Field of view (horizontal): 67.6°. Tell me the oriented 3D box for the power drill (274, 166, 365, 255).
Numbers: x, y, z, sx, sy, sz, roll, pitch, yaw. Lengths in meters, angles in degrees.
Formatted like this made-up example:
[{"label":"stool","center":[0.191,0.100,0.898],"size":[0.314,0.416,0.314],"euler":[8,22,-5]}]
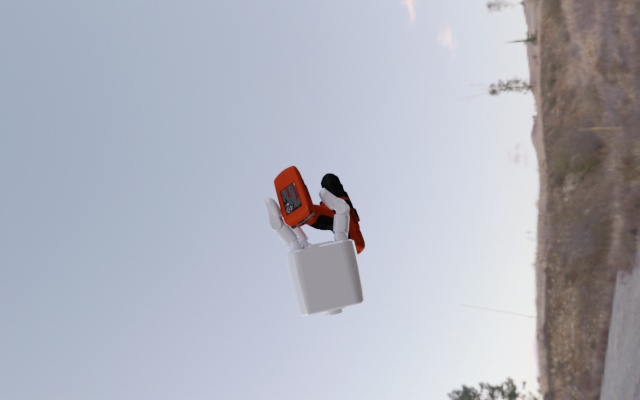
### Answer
[{"label":"power drill","center":[0.000,0.003,0.873],"size":[0.057,0.184,0.188],"euler":[-37,-36,24]}]
